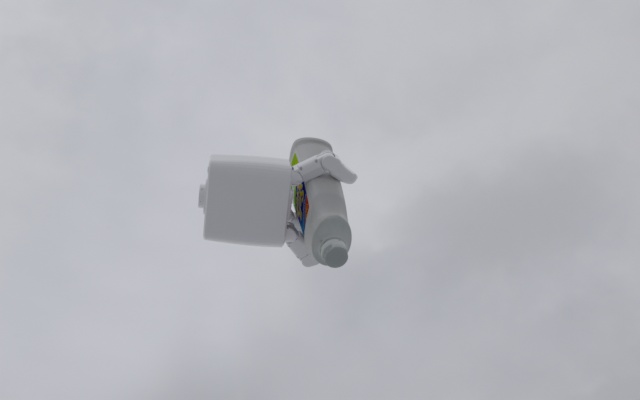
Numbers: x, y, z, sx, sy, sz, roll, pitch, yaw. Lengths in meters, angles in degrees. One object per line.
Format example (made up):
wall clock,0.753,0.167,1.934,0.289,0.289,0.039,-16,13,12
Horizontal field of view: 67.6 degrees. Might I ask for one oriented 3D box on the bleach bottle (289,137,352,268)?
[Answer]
bleach bottle,0.000,0.002,0.653,0.068,0.103,0.250,5,26,-12
